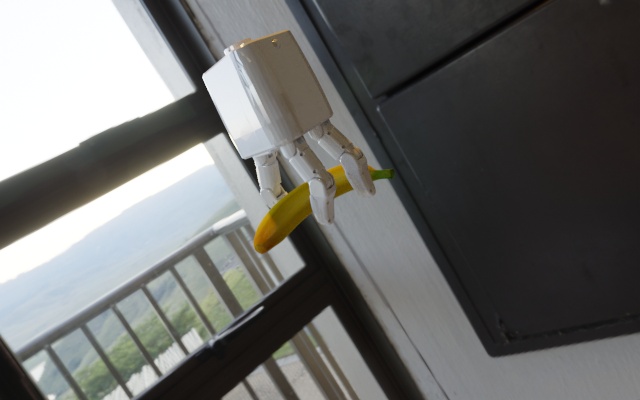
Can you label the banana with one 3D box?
[{"bbox_3d":[-0.007,-0.002,0.563,0.197,0.037,0.069,-31,21,-24],"label":"banana"}]
